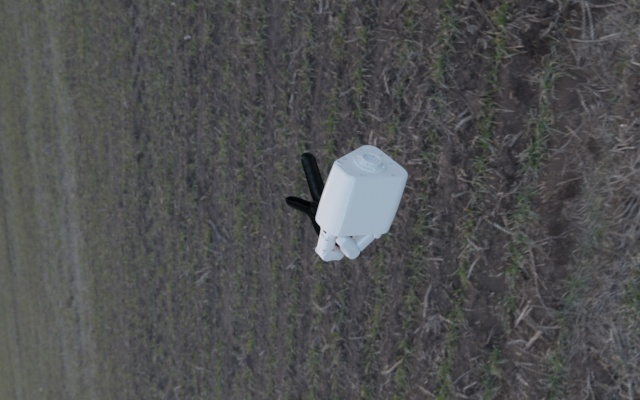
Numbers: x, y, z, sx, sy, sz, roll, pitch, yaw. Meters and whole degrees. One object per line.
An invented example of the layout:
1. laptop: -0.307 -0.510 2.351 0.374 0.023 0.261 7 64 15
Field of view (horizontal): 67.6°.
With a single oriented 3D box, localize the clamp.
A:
1. clamp: 0.000 0.003 0.806 0.039 0.120 0.171 -20 48 -33
